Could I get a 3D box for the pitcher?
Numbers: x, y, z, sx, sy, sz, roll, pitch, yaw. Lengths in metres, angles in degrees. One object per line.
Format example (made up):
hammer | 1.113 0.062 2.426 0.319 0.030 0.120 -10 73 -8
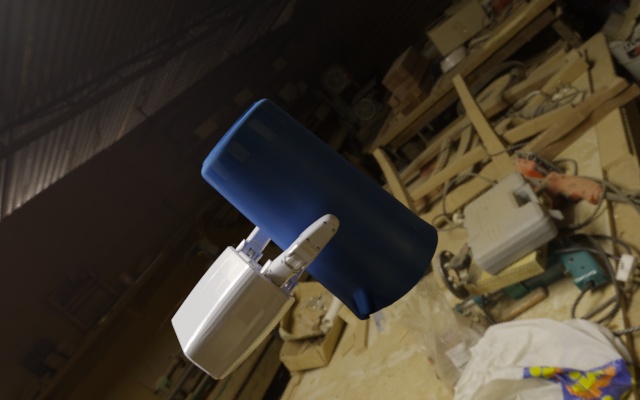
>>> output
pitcher | 0.000 0.002 0.526 0.243 0.145 0.149 41 -7 -9
